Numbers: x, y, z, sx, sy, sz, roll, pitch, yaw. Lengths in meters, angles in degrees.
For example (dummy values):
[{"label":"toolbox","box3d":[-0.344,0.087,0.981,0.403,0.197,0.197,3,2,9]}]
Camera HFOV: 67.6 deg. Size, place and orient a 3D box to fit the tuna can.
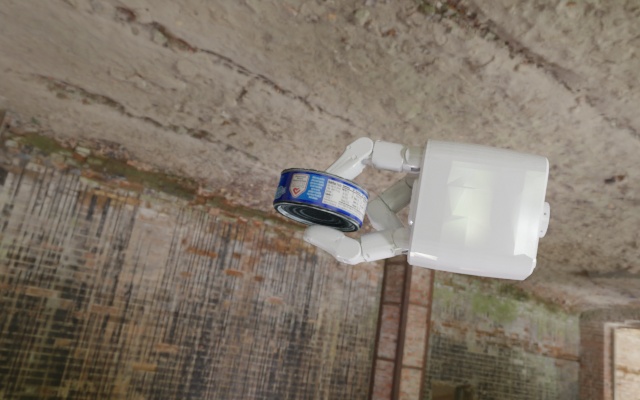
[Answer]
[{"label":"tuna can","box3d":[0.000,0.002,0.442,0.086,0.033,0.086,14,-14,4]}]
